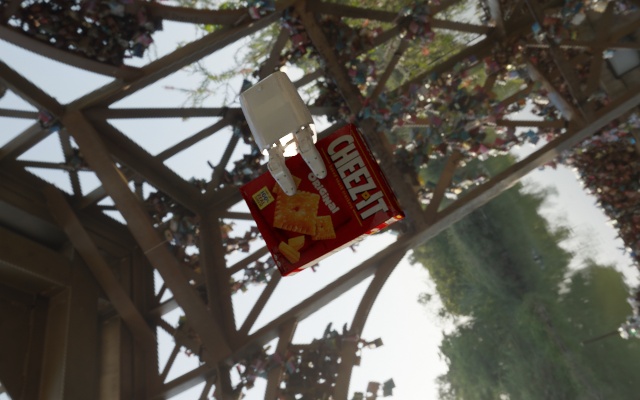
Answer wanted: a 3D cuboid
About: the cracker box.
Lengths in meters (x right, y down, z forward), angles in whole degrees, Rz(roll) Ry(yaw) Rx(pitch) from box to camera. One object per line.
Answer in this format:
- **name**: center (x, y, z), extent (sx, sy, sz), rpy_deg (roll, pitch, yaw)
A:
- **cracker box**: center (0.000, 0.003, 0.760), extent (0.214, 0.164, 0.072), rpy_deg (-29, -11, 12)
